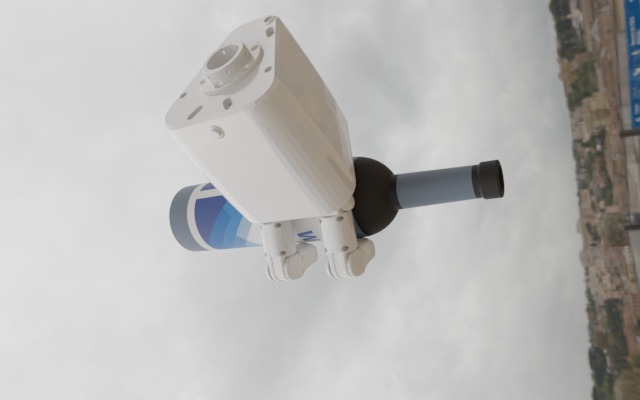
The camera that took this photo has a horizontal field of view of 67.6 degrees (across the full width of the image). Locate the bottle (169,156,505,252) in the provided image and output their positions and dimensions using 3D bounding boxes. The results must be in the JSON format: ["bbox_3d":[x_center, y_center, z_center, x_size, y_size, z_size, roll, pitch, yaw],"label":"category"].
[{"bbox_3d":[0.000,0.001,0.409,0.296,0.069,0.069,-8,-4,29],"label":"bottle"}]
